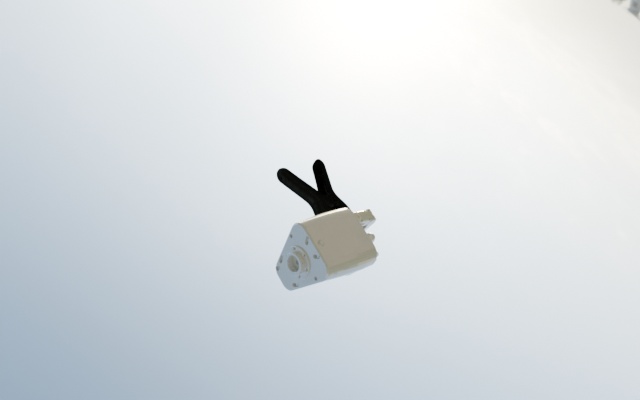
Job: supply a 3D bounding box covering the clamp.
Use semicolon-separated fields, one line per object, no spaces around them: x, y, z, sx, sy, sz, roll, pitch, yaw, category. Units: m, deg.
0.000;0.003;0.793;0.120;0.171;0.039;-12;-28;-45;clamp
